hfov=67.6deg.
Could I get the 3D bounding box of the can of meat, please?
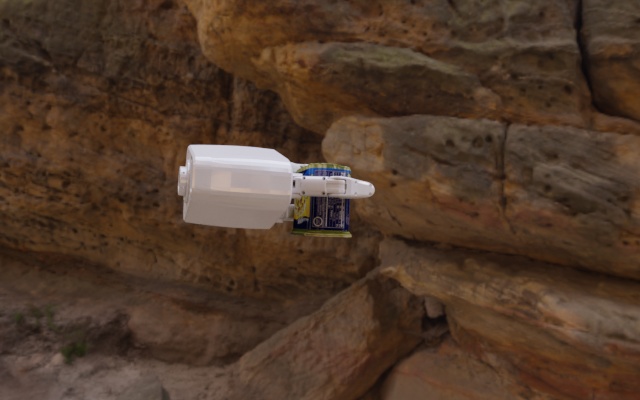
[{"bbox_3d":[0.000,0.002,0.587,0.057,0.084,0.102,3,-3,-17],"label":"can of meat"}]
